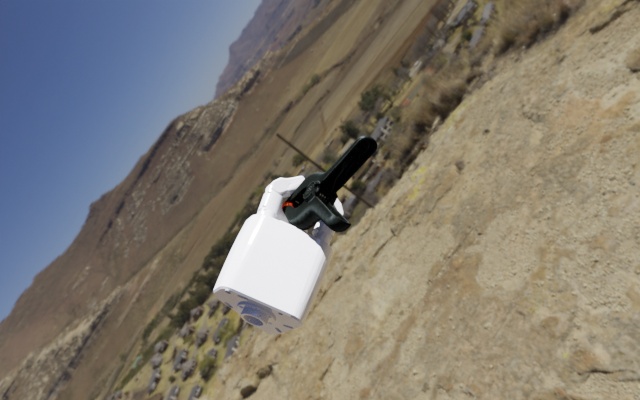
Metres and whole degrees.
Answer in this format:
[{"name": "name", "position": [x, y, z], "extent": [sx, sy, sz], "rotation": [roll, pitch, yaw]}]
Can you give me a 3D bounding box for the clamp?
[{"name": "clamp", "position": [0.000, 0.002, 0.574], "extent": [0.039, 0.120, 0.171], "rotation": [34, -36, -16]}]
